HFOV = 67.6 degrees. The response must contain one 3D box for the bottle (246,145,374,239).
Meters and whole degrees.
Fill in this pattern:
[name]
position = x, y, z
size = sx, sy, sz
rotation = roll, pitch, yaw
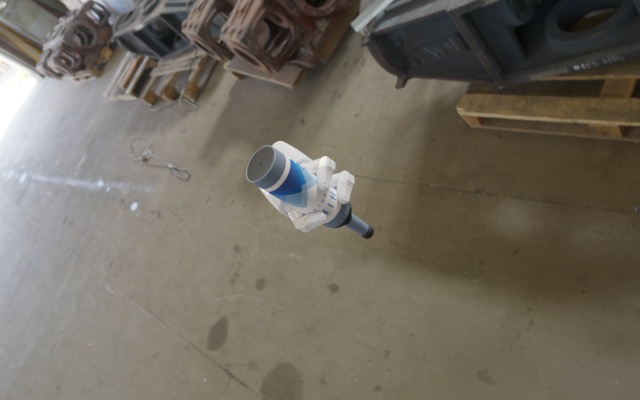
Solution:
[bottle]
position = 0.000, 0.003, 0.845
size = 0.069, 0.069, 0.296
rotation = 0, -24, 45
